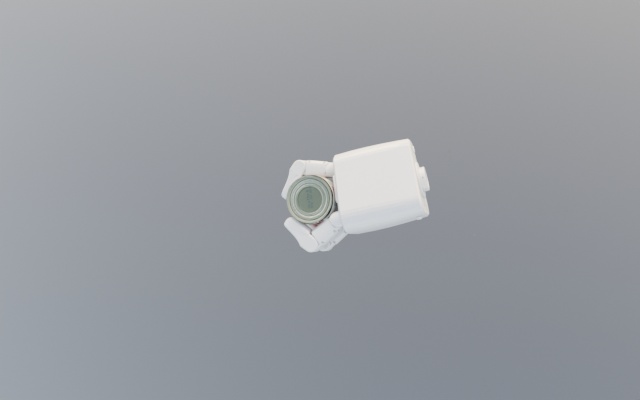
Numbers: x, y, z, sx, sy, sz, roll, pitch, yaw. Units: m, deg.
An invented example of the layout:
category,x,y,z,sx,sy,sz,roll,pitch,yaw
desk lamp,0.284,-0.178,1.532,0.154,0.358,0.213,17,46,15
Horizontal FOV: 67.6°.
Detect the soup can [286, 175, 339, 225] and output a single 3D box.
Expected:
category,x,y,z,sx,sy,sz,roll,pitch,yaw
soup can,0.000,0.002,0.676,0.068,0.068,0.102,0,-4,18
